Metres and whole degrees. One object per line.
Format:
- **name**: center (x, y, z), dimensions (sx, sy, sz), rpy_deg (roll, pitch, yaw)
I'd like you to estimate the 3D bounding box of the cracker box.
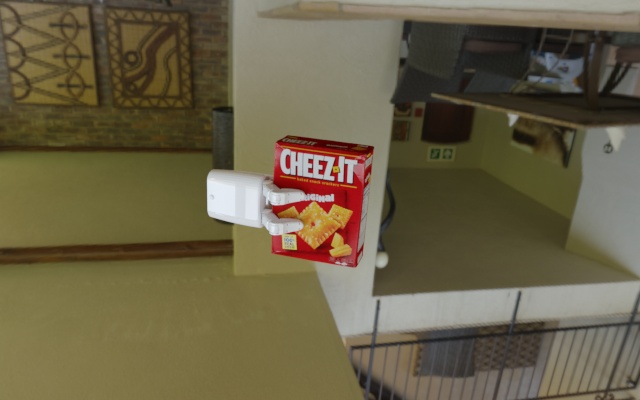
- **cracker box**: center (0.000, 0.003, 0.853), dimensions (0.164, 0.214, 0.072), rpy_deg (9, 20, 14)
